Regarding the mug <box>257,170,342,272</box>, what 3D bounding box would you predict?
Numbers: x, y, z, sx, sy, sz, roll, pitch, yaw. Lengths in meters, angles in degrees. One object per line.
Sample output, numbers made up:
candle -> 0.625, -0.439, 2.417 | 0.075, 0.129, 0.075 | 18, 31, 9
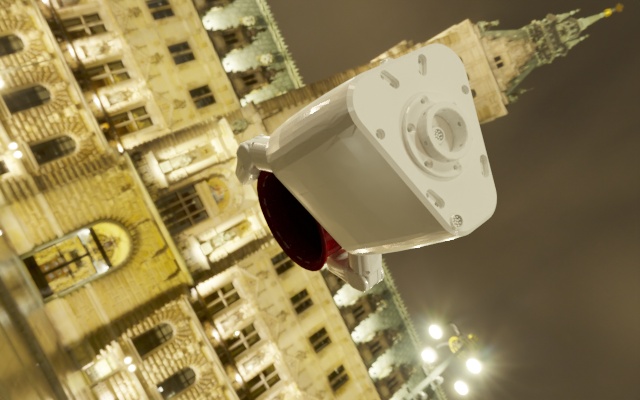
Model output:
mug -> 0.000, 0.002, 0.414 | 0.081, 0.093, 0.117 | -28, 5, -29
